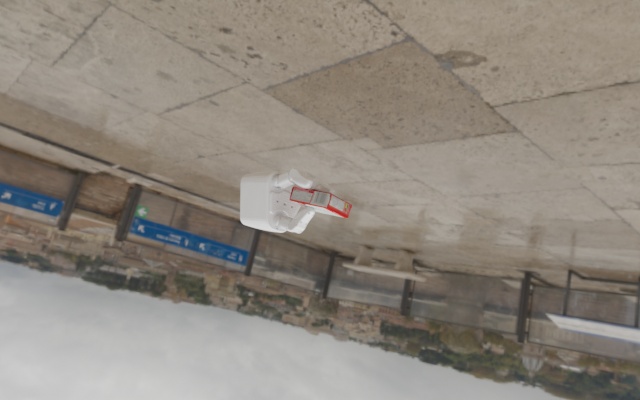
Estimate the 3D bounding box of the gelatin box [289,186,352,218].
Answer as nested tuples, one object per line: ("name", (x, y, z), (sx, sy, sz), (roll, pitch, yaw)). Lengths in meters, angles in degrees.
("gelatin box", (0.000, 0.003, 0.858), (0.089, 0.030, 0.073), (11, -10, 37))
